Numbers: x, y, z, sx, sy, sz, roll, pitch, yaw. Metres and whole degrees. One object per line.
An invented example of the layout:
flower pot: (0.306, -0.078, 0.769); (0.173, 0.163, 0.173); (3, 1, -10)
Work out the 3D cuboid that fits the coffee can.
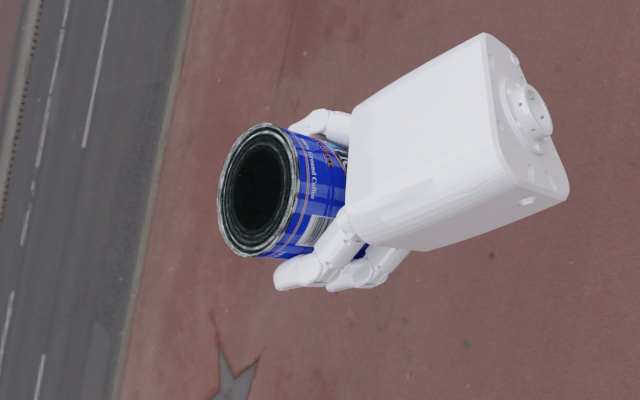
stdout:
coffee can: (0.000, 0.001, 0.404); (0.140, 0.103, 0.103); (11, -7, -42)
